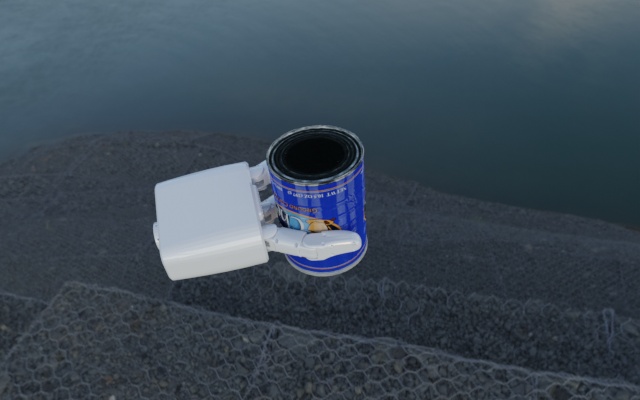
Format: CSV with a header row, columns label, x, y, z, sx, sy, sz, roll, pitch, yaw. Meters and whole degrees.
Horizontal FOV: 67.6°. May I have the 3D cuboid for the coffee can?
label,x,y,z,sx,sy,sz,roll,pitch,yaw
coffee can,0.000,0.002,0.539,0.103,0.140,0.102,-4,42,3
